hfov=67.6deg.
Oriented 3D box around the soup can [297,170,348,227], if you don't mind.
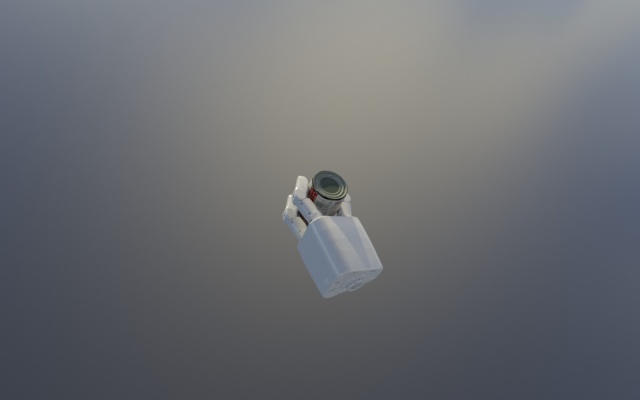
[{"bbox_3d":[0.000,0.002,0.861,0.068,0.068,0.102,0,-37,-25],"label":"soup can"}]
